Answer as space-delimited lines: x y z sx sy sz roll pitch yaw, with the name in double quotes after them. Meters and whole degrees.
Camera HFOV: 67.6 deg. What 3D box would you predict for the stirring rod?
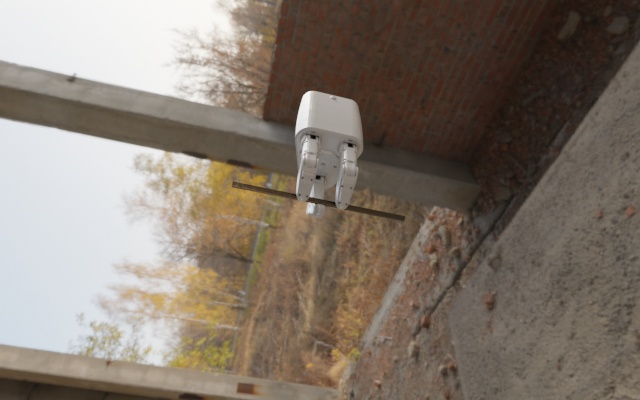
0.000 0.002 0.648 0.239 0.011 0.011 11 -2 -9 "stirring rod"
